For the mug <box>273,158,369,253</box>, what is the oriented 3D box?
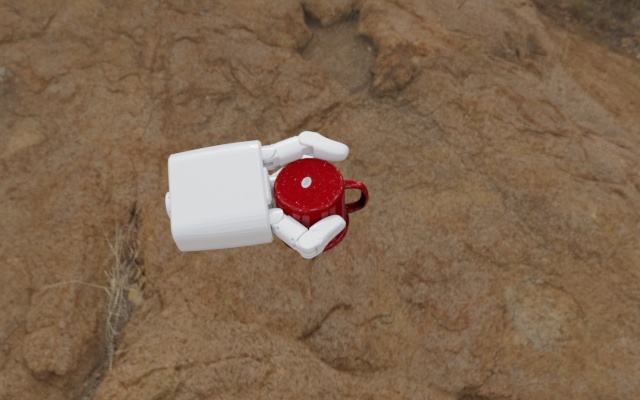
[{"bbox_3d":[0.002,0.002,0.569,0.117,0.093,0.082,-8,-36,-3],"label":"mug"}]
